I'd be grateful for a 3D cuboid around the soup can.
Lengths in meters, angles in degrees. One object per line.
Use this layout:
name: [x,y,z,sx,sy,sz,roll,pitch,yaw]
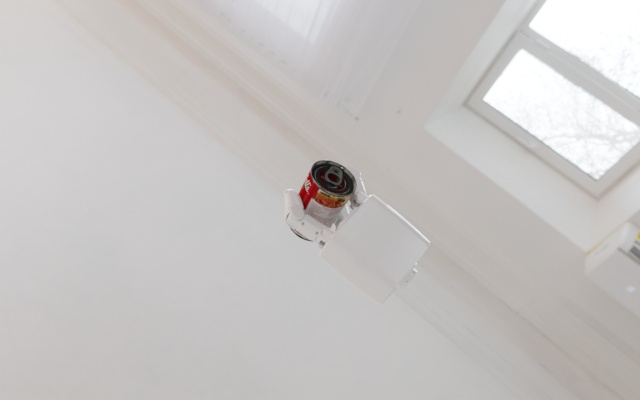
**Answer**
soup can: [0.000,0.002,0.678,0.068,0.068,0.102,0,-42,-29]
